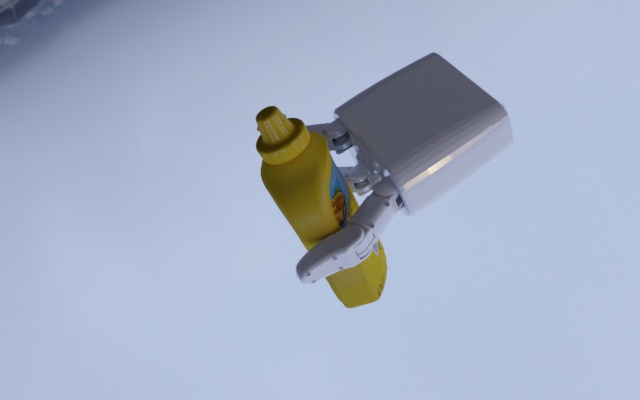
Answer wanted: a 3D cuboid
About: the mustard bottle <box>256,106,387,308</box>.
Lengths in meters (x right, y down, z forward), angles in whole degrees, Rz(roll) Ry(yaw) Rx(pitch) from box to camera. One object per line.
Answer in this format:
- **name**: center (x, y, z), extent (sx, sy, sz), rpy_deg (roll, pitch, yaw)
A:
- **mustard bottle**: center (0.000, 0.002, 0.401), extent (0.058, 0.096, 0.192), rpy_deg (-18, -50, 15)
